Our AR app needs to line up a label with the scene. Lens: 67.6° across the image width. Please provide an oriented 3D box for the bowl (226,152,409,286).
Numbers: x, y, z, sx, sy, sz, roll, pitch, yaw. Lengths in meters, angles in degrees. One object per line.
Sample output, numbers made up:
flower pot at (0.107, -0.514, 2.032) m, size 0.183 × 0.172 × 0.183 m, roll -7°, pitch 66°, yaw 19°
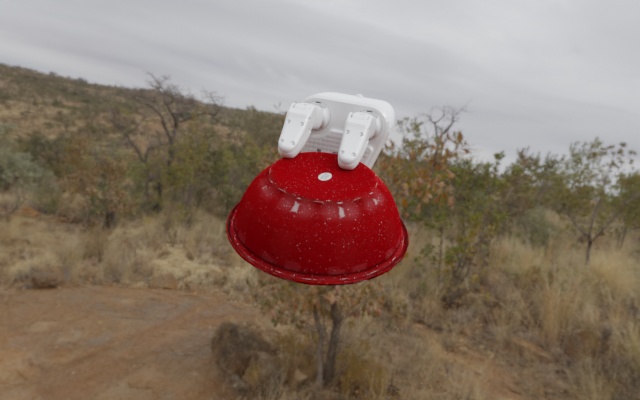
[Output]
bowl at (0.000, 0.002, 0.412) m, size 0.162 × 0.055 × 0.162 m, roll 4°, pitch 31°, yaw -2°
